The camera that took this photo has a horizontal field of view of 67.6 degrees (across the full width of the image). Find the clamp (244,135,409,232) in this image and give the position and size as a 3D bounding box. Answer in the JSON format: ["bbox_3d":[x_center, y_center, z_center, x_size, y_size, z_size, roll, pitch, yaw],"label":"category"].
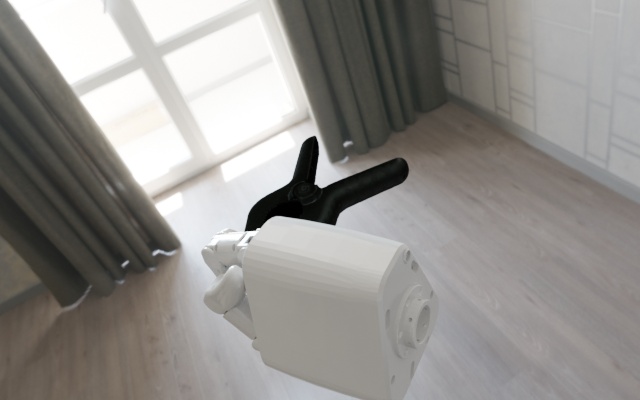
[{"bbox_3d":[0.000,0.001,0.426,0.120,0.039,0.171,7,47,33],"label":"clamp"}]
